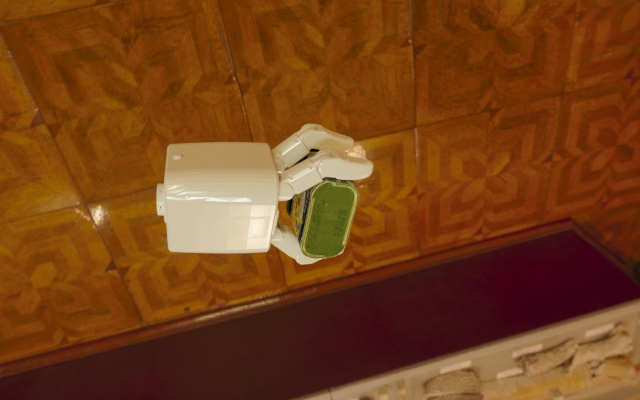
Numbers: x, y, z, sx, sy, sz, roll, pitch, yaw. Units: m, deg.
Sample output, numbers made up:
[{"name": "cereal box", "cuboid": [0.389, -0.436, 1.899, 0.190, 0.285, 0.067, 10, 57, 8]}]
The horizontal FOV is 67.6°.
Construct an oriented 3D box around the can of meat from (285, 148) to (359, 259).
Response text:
[{"name": "can of meat", "cuboid": [0.000, 0.002, 0.531, 0.057, 0.102, 0.084, 3, 30, -16]}]
